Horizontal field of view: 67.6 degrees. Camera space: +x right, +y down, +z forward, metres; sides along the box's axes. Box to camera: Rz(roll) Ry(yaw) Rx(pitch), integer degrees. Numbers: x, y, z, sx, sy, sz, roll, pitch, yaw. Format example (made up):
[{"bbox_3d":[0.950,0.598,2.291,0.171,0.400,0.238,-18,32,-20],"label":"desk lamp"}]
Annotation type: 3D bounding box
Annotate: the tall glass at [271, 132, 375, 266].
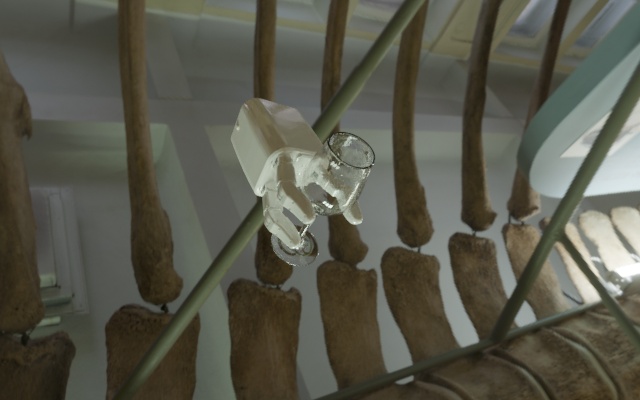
[{"bbox_3d":[0.000,0.003,0.635,0.079,0.079,0.201,0,-39,-29],"label":"tall glass"}]
